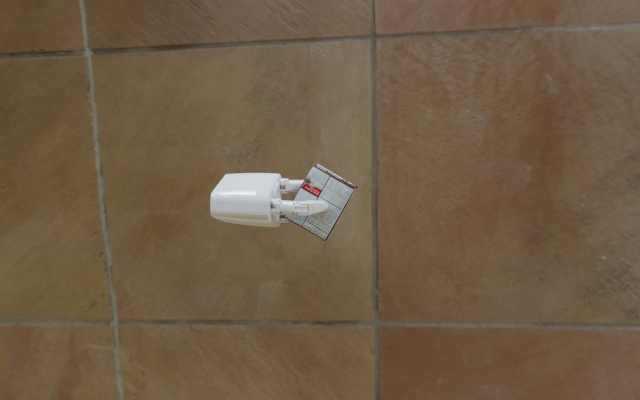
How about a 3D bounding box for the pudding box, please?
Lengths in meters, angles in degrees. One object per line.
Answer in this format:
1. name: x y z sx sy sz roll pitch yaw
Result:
1. pudding box: 0.000 0.003 0.857 0.090 0.113 0.039 30 12 2
